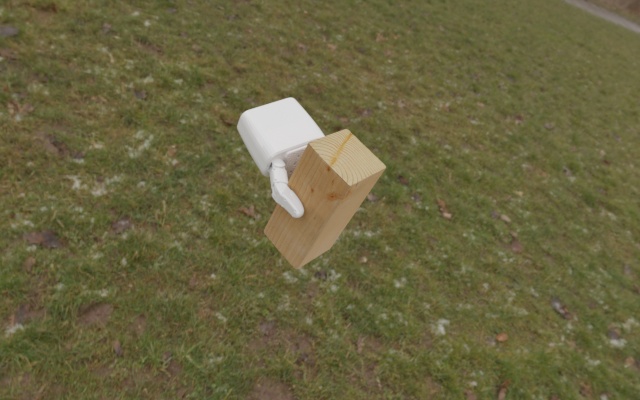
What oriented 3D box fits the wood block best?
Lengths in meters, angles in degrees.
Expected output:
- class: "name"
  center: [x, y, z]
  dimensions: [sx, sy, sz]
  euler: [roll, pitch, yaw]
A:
- class: "wood block"
  center: [0.000, 0.002, 0.742]
  dimensions: [0.091, 0.090, 0.206]
  euler: [-26, -24, -43]
